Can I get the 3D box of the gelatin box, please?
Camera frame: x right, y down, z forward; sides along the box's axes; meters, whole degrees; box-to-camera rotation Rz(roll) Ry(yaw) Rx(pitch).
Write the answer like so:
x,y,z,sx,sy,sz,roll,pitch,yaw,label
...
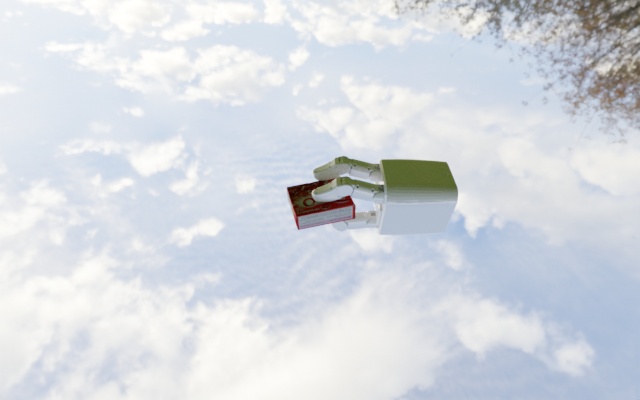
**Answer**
x,y,z,sx,sy,sz,roll,pitch,yaw,label
0.000,0.003,0.706,0.089,0.030,0.073,-12,40,-8,gelatin box
